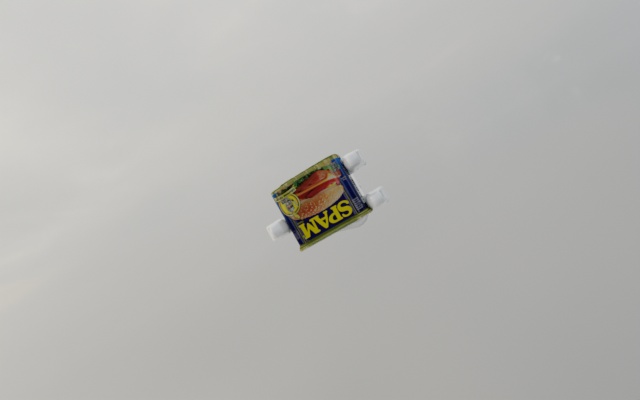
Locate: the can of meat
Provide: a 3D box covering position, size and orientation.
[{"bbox_3d":[0.000,0.002,0.593,0.102,0.084,0.057,-30,-2,13],"label":"can of meat"}]
